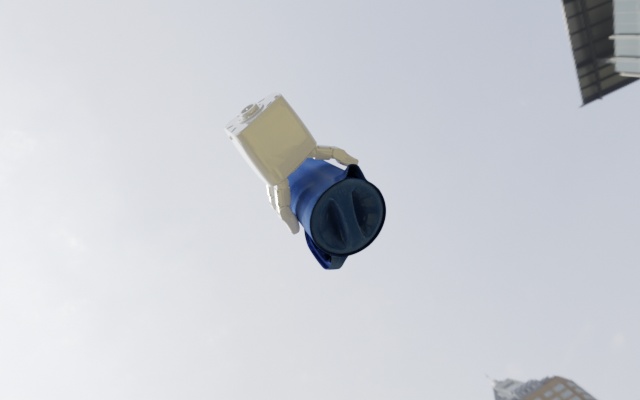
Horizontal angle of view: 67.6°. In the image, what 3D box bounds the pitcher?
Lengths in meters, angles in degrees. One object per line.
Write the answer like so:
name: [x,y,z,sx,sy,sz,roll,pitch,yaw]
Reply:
pitcher: [0.000,0.003,0.851,0.149,0.145,0.242,-42,29,-5]
